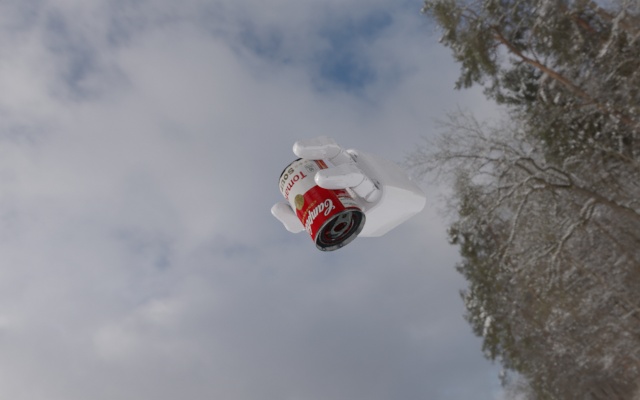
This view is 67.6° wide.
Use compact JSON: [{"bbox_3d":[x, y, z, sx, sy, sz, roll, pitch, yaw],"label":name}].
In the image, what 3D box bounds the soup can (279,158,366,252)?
[{"bbox_3d":[0.000,0.002,0.579,0.068,0.068,0.102,0,42,-40],"label":"soup can"}]
